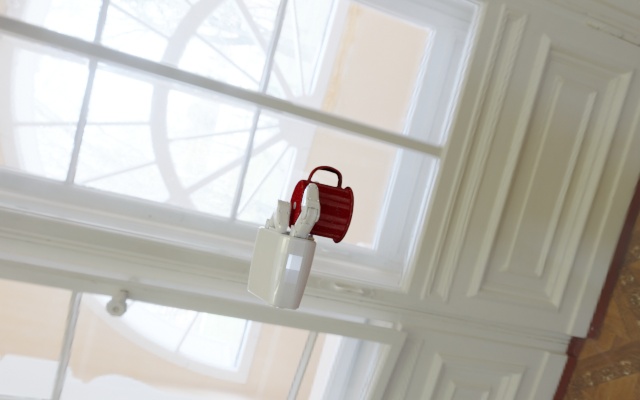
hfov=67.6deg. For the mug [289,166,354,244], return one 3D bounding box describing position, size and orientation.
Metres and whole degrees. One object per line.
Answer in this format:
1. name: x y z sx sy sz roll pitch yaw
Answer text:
1. mug: 0.000 0.001 0.748 0.081 0.117 0.093 13 -3 -16
